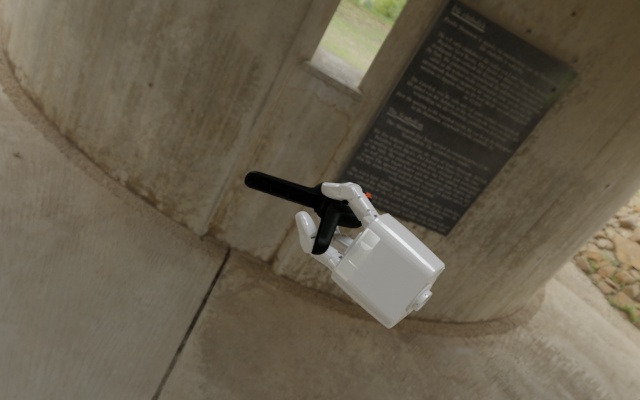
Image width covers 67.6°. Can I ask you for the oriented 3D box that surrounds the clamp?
[{"bbox_3d":[0.001,0.002,0.698,0.164,0.036,0.210,41,28,23],"label":"clamp"}]
